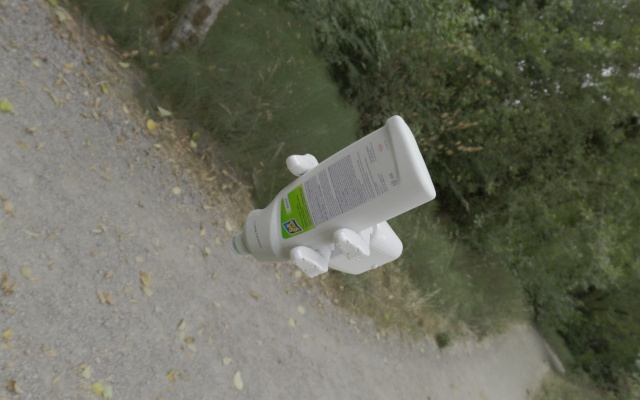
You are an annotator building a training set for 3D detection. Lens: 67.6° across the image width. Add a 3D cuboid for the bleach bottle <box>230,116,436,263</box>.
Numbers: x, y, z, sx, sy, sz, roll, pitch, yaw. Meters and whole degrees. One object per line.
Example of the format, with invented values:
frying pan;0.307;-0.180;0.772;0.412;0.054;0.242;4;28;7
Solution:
bleach bottle;0.000;0.002;0.564;0.251;0.102;0.068;-25;-27;19
